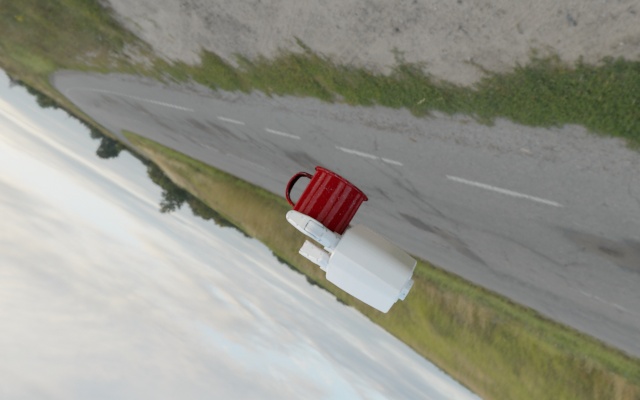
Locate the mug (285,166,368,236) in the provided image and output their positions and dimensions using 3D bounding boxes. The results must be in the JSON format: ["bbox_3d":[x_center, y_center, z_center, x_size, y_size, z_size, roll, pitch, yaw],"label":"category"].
[{"bbox_3d":[-0.001,0.002,0.706,0.117,0.081,0.093,31,-6,13],"label":"mug"}]
